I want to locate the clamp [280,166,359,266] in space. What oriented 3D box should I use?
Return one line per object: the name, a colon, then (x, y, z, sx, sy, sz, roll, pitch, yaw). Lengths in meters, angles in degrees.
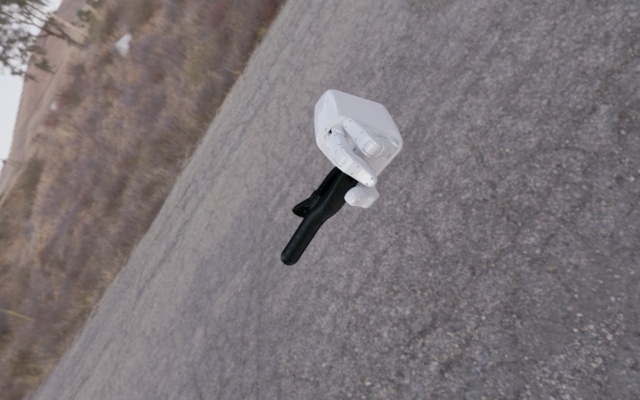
clamp: (0.000, 0.002, 0.669, 0.039, 0.171, 0.120, 30, 27, -22)
